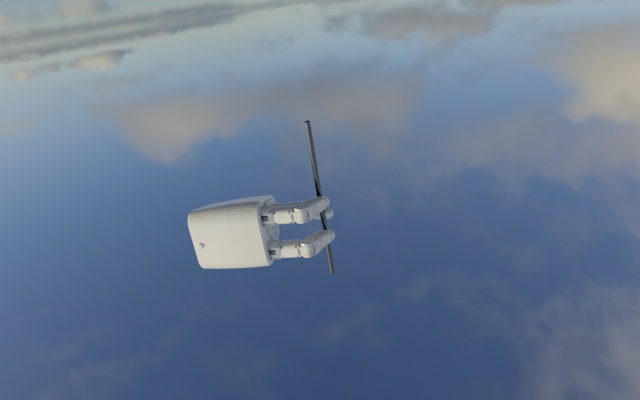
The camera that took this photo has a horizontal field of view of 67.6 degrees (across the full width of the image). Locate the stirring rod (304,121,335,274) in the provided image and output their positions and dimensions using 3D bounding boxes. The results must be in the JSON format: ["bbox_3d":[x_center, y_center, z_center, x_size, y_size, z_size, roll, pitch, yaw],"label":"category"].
[{"bbox_3d":[0.000,0.002,0.693,0.011,0.240,0.011,-8,23,3],"label":"stirring rod"}]
